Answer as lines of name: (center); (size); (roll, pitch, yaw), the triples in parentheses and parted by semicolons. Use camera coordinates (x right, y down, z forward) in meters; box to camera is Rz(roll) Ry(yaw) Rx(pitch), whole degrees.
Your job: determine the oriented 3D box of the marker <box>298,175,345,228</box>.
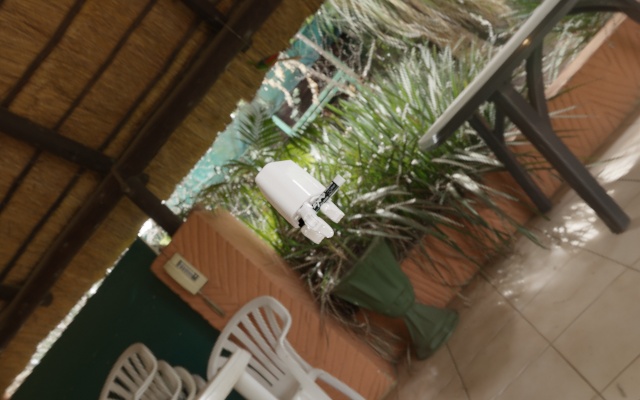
marker: (0.000, 0.003, 0.886); (0.020, 0.121, 0.020); (40, 6, -5)
